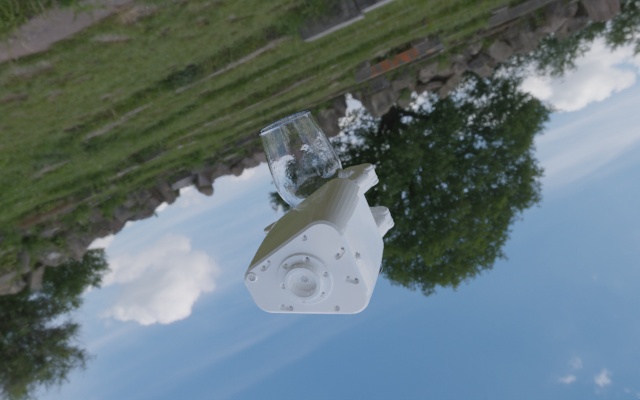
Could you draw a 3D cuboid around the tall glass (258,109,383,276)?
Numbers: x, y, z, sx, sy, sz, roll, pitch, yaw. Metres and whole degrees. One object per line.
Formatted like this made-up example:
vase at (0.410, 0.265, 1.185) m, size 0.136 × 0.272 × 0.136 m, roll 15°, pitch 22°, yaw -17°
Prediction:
tall glass at (0.000, 0.002, 0.539) m, size 0.079 × 0.201 × 0.079 m, roll -22°, pitch 15°, yaw 6°
